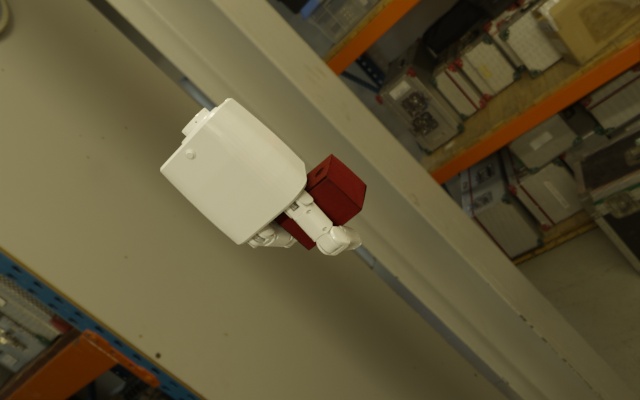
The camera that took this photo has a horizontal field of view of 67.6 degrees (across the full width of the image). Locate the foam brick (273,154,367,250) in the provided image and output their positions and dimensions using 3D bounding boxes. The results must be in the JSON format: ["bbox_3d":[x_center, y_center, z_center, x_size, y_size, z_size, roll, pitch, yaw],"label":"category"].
[{"bbox_3d":[0.000,0.001,0.484,0.078,0.051,0.053,-39,16,26],"label":"foam brick"}]
